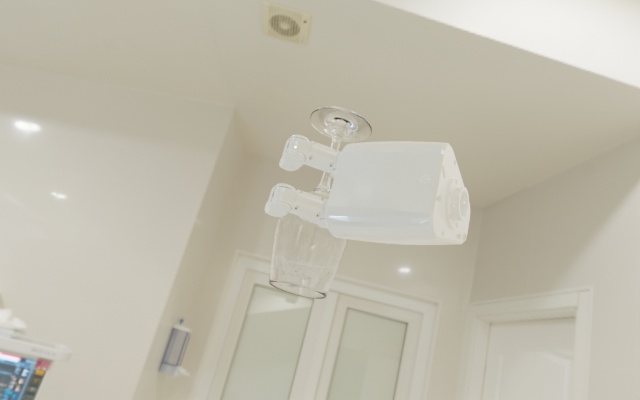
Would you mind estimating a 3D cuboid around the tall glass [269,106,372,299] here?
[{"bbox_3d":[0.000,0.001,0.523,0.079,0.201,0.079,13,-19,5],"label":"tall glass"}]
